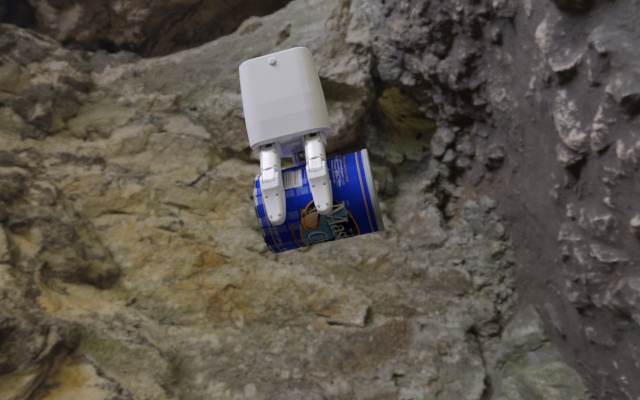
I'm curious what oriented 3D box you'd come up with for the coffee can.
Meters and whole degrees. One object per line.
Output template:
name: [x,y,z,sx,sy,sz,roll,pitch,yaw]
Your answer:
coffee can: [0.000,0.002,0.592,0.140,0.103,0.103,-13,-2,8]
